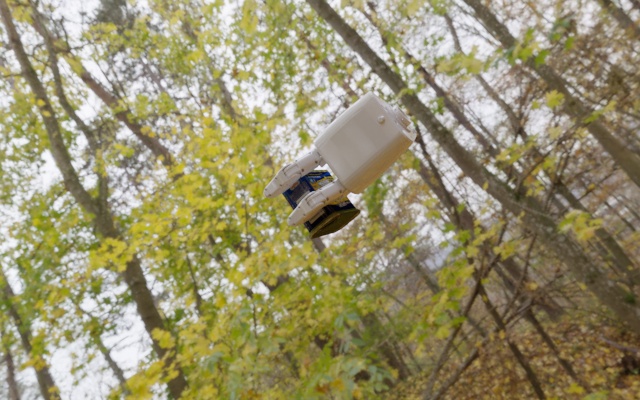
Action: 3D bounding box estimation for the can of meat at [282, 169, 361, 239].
[{"bbox_3d":[0.000,0.002,0.699,0.057,0.084,0.102,-42,-16,24],"label":"can of meat"}]
